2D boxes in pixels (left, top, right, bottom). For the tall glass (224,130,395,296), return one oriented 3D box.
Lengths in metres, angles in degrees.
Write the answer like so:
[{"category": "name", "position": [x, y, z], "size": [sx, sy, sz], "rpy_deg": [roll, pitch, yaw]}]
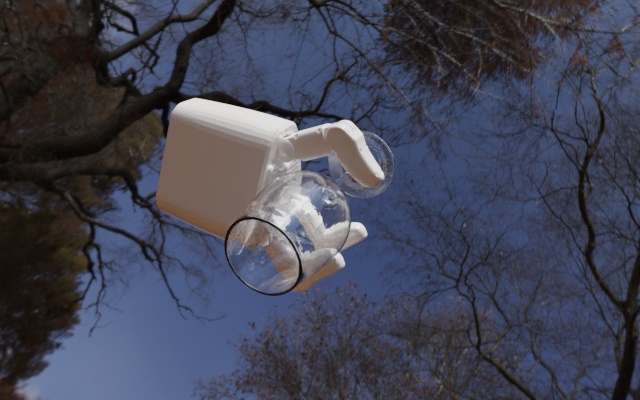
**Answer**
[{"category": "tall glass", "position": [0.000, 0.001, 0.410], "size": [0.079, 0.079, 0.201], "rpy_deg": [0, 23, 26]}]
